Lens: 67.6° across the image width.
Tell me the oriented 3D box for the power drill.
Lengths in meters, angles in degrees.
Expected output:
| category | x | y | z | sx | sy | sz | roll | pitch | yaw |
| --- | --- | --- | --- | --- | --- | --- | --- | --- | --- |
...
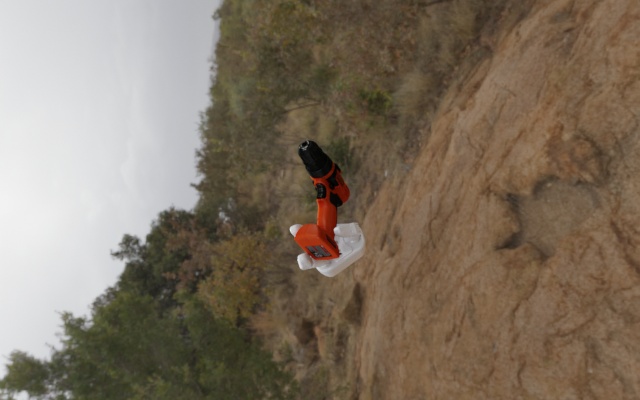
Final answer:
| category | x | y | z | sx | sy | sz | roll | pitch | yaw |
| --- | --- | --- | --- | --- | --- | --- | --- | --- | --- |
| power drill | 0.000 | 0.003 | 0.896 | 0.057 | 0.187 | 0.184 | -7 | -35 | 26 |
